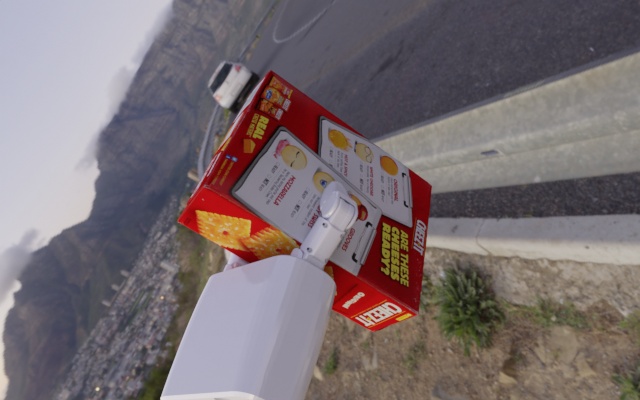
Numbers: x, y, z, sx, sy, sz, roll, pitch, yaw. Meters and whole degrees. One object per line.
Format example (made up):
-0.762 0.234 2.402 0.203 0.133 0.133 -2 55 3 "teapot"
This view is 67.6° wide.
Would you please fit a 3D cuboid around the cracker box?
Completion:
0.000 0.001 0.455 0.214 0.164 0.072 33 -43 -17 "cracker box"
